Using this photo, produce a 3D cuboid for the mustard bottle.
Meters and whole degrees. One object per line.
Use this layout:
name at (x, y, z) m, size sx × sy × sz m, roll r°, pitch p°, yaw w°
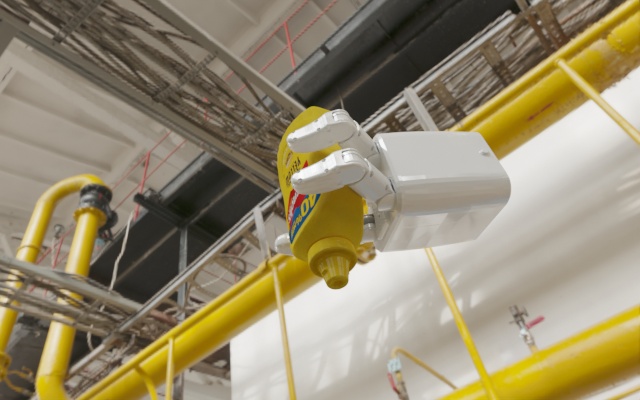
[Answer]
mustard bottle at (0.000, 0.001, 0.448) m, size 0.058 × 0.096 × 0.191 m, roll 15°, pitch 38°, yaw -24°
